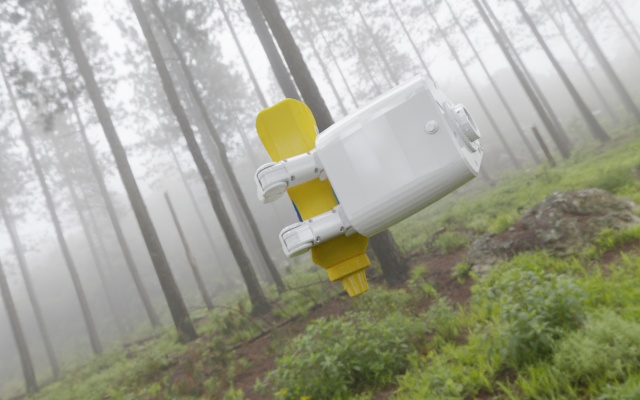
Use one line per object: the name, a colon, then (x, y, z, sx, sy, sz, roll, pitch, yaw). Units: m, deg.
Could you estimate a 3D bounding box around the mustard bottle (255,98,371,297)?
mustard bottle: (0.000, 0.001, 0.465, 0.058, 0.191, 0.096, -25, -11, 3)
